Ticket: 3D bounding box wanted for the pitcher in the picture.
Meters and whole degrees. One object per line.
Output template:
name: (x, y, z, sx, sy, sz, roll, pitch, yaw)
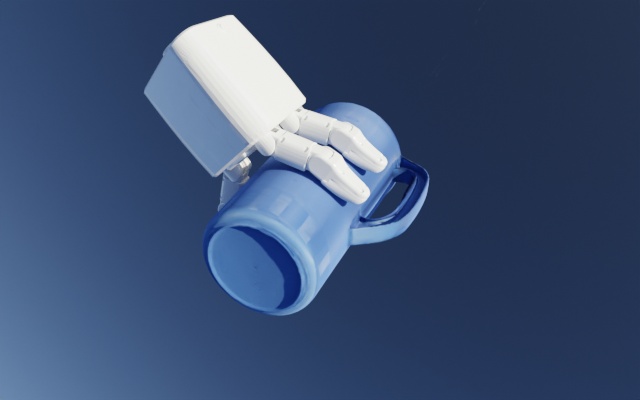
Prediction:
pitcher: (0.000, 0.001, 0.482, 0.149, 0.145, 0.242, -32, 12, 35)
